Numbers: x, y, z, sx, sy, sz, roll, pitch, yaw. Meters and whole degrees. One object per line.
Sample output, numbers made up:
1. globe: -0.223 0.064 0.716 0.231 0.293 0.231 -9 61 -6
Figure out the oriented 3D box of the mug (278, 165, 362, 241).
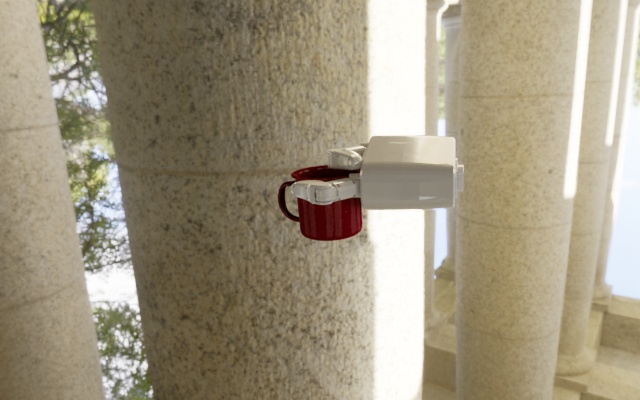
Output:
1. mug: -0.001 0.002 0.615 0.117 0.081 0.093 0 15 16
